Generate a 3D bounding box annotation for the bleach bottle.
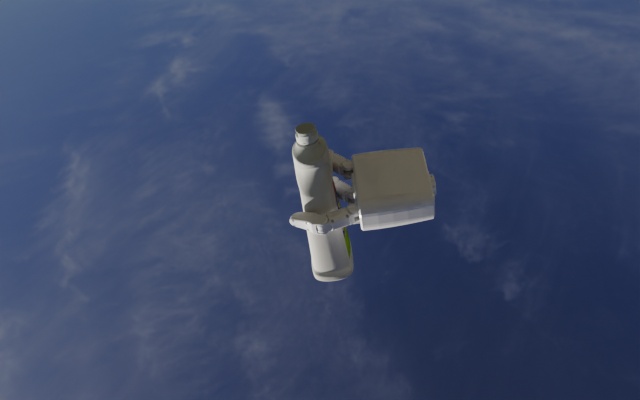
[{"bbox_3d":[0.000,0.002,0.720,0.068,0.251,0.102,-8,39,5],"label":"bleach bottle"}]
